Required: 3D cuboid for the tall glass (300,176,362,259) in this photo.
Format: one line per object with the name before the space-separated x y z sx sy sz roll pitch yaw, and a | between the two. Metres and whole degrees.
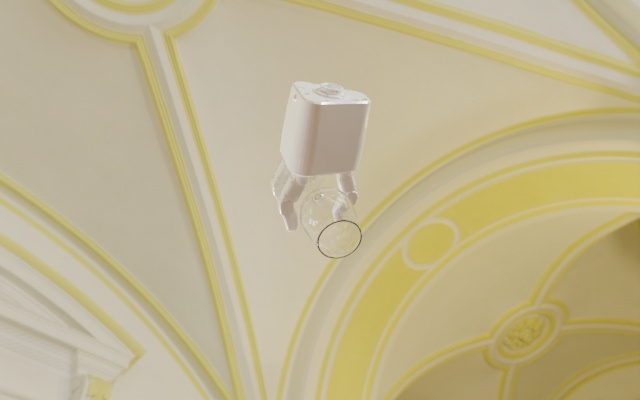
tall glass | 0.000 0.002 0.710 0.079 0.079 0.201 0 30 -17
